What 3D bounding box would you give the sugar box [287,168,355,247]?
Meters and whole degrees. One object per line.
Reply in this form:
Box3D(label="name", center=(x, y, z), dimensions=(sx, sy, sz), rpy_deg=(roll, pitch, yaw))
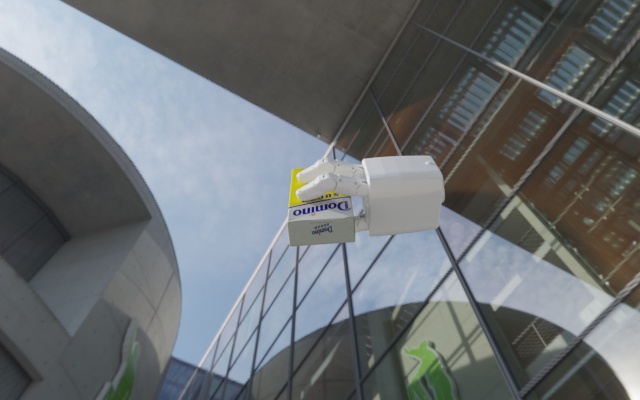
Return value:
Box3D(label="sugar box", center=(0.000, 0.002, 0.716), dimensions=(0.093, 0.048, 0.176), rpy_deg=(-4, 25, 1))
